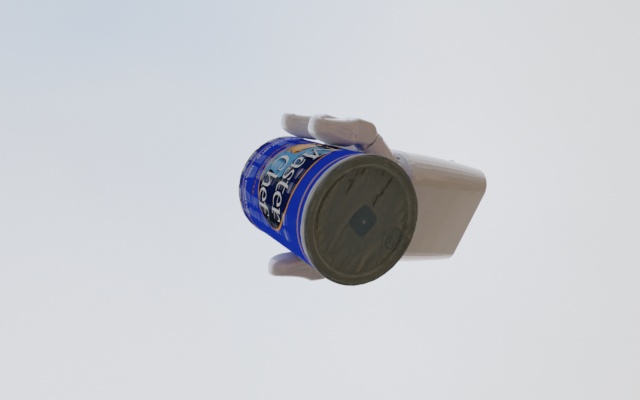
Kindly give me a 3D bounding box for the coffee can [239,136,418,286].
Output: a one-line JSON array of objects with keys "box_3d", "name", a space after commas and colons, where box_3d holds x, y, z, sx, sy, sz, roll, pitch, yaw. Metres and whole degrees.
[{"box_3d": [0.000, 0.001, 0.418, 0.103, 0.103, 0.140, 0, 12, -30], "name": "coffee can"}]
